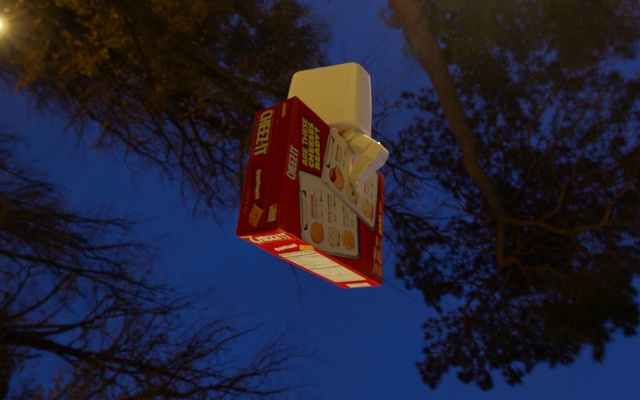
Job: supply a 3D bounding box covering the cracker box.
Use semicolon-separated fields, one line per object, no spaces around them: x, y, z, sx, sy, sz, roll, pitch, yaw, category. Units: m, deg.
0.000;0.002;0.592;0.072;0.164;0.214;-13;-31;33;cracker box
